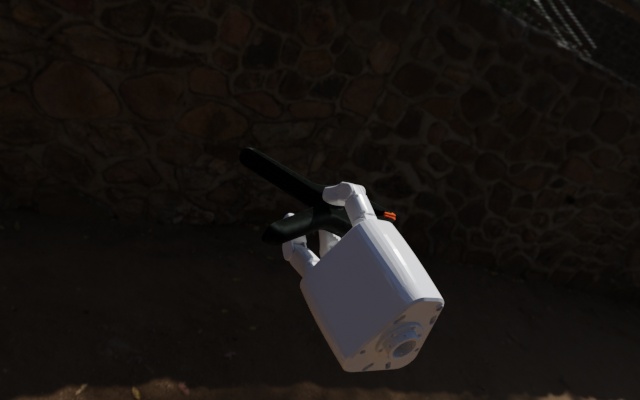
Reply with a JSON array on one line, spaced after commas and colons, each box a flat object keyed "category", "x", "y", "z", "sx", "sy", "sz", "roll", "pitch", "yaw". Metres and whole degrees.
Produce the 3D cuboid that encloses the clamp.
[{"category": "clamp", "x": 0.001, "y": 0.002, "z": 0.587, "sx": 0.210, "sy": 0.036, "sz": 0.164, "roll": 10, "pitch": 35, "yaw": -35}]
